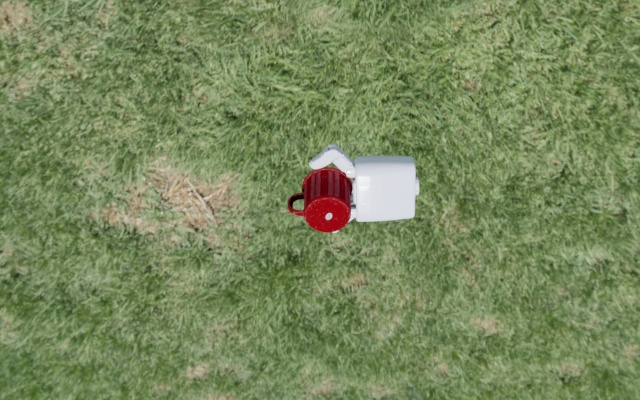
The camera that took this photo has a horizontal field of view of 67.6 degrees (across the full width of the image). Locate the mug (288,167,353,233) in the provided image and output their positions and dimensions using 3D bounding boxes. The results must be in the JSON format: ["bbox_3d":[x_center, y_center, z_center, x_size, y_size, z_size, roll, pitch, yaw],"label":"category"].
[{"bbox_3d":[-0.001,0.003,0.839,0.117,0.093,0.081,-4,38,4],"label":"mug"}]
